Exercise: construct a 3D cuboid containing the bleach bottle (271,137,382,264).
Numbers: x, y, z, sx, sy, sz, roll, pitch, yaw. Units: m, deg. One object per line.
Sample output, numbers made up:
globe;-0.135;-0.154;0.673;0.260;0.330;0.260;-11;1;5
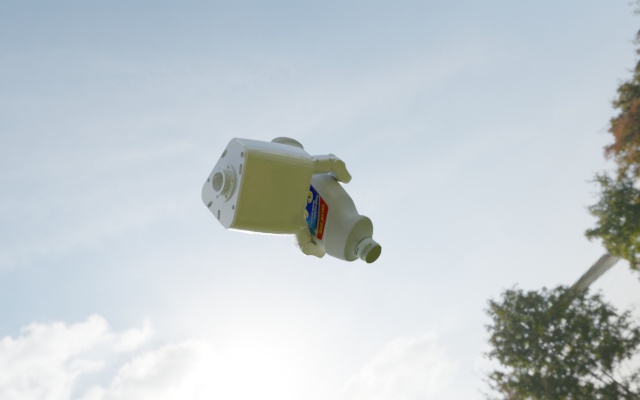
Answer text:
bleach bottle;0.000;0.002;0.695;0.068;0.102;0.250;6;25;-43
